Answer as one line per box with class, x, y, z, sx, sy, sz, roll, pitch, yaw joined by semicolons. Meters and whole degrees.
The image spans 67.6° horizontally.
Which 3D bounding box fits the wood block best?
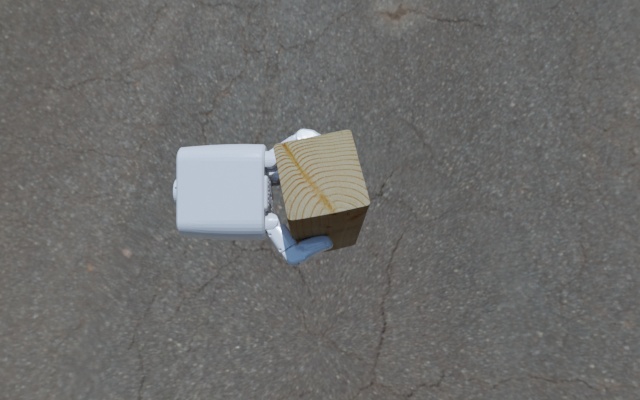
wood block;0.000;0.002;0.604;0.090;0.090;0.206;-11;-16;-3
